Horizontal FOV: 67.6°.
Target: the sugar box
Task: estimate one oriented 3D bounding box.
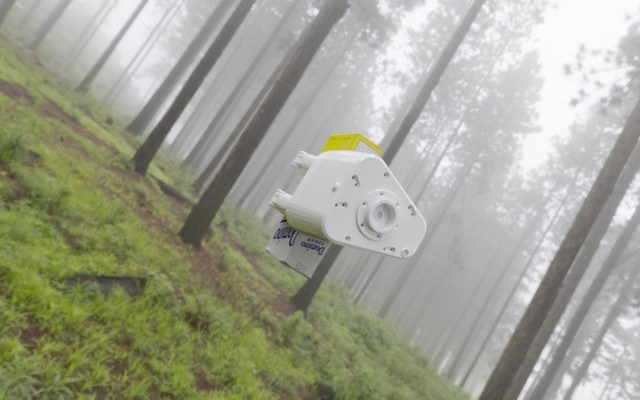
[{"bbox_3d":[0.000,0.002,0.592,0.048,0.176,0.093,34,-7,-20],"label":"sugar box"}]
